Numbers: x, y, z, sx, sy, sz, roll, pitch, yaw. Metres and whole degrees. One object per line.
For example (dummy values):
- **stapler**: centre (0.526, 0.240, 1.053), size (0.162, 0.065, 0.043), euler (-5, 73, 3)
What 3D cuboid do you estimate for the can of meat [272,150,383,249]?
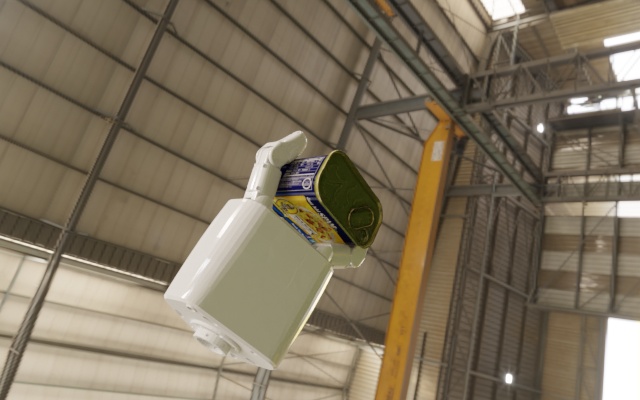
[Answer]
- **can of meat**: centre (0.000, 0.001, 0.479), size (0.084, 0.057, 0.102), euler (-2, -40, 42)
